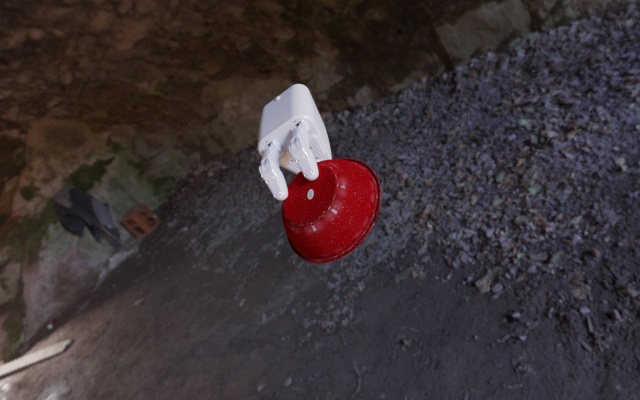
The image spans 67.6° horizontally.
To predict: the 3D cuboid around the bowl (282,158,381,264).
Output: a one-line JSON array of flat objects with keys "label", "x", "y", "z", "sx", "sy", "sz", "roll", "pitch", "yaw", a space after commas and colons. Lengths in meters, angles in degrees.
[{"label": "bowl", "x": 0.000, "y": 0.003, "z": 0.656, "sx": 0.162, "sy": 0.162, "sz": 0.055, "roll": 0, "pitch": -24, "yaw": 39}]
